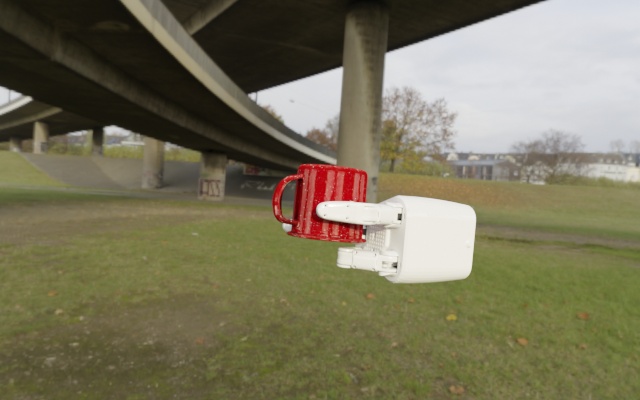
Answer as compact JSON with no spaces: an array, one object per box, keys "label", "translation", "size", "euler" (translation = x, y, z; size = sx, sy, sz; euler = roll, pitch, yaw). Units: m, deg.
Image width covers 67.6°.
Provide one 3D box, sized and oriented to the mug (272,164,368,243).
[{"label":"mug","translation":[-0.001,0.001,0.544],"size":[0.117,0.081,0.093],"euler":[6,0,-27]}]
